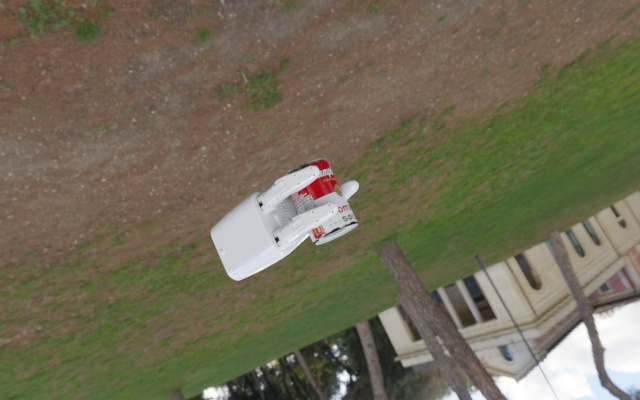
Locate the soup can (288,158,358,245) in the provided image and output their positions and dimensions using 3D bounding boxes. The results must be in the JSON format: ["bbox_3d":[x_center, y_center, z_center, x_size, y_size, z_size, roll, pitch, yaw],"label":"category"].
[{"bbox_3d":[0.001,0.002,0.662,0.068,0.102,0.068,-25,-11,-5],"label":"soup can"}]
